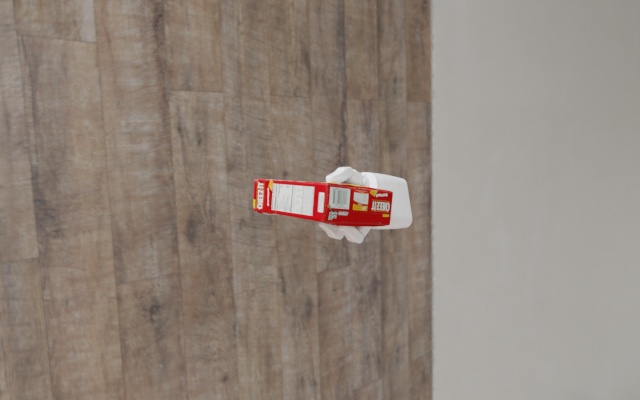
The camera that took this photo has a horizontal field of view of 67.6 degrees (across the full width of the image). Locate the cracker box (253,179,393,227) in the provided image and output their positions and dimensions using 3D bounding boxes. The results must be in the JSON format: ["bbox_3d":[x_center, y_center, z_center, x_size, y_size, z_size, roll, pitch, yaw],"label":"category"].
[{"bbox_3d":[0.000,0.003,0.889,0.164,0.072,0.213,5,1,-41],"label":"cracker box"}]
